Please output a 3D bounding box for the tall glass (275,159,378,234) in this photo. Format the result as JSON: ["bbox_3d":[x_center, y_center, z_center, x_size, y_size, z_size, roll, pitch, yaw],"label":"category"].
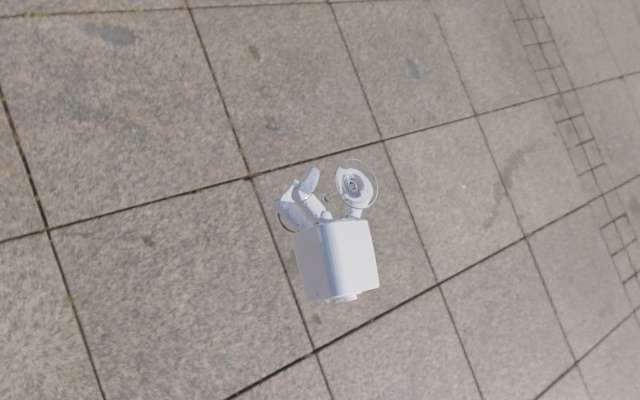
[{"bbox_3d":[0.000,0.002,0.749,0.079,0.079,0.201,0,-15,-32],"label":"tall glass"}]
